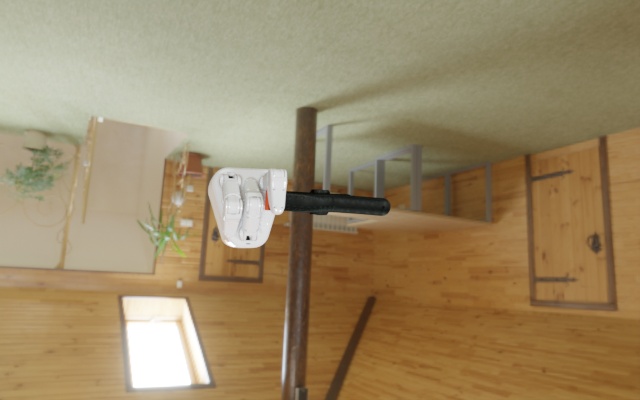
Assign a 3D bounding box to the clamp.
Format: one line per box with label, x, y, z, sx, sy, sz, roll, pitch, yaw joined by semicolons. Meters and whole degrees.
clamp;0.000;0.003;0.683;0.171;0.039;0.120;6;-4;-18
